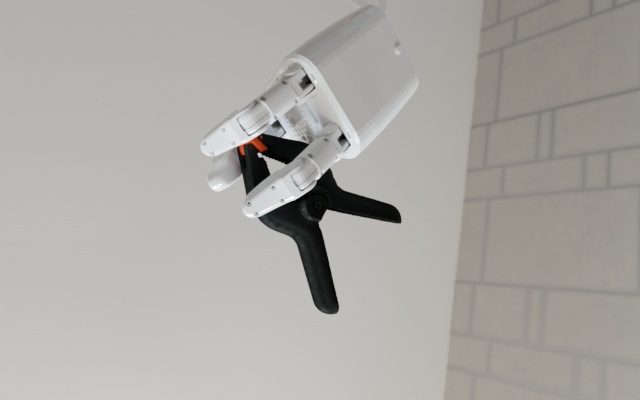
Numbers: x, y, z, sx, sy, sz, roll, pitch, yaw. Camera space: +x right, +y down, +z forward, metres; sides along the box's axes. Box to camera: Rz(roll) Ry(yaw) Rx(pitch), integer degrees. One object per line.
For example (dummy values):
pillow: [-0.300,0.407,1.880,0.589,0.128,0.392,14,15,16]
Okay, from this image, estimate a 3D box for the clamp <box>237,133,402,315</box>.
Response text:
clamp: [0.000,0.001,0.418,0.120,0.171,0.039,-45,23,-29]
